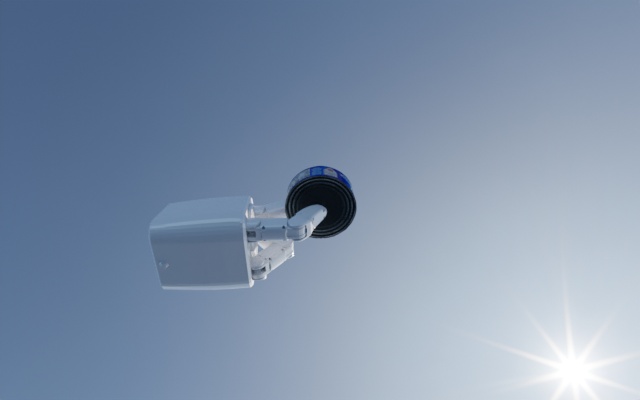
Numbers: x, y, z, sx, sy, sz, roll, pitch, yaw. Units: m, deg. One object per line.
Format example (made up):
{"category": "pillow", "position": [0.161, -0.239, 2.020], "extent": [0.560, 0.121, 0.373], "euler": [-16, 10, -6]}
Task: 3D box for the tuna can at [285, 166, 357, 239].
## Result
{"category": "tuna can", "position": [0.000, 0.002, 0.583], "extent": [0.086, 0.086, 0.033], "euler": [0, 28, -1]}
